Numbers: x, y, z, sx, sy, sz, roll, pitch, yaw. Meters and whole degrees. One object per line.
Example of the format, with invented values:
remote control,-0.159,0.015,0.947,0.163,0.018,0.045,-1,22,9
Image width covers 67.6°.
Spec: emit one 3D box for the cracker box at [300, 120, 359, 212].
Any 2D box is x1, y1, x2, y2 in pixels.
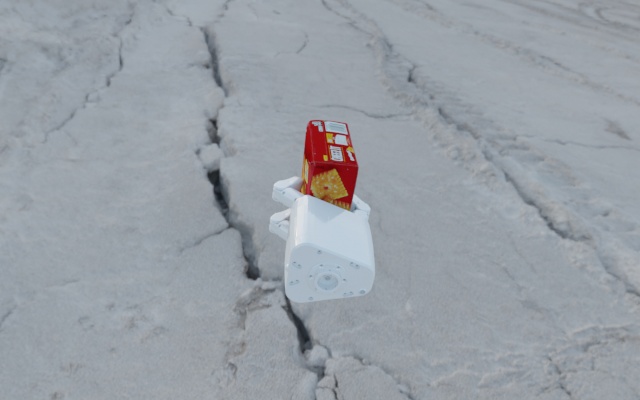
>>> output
cracker box,0.000,0.002,0.745,0.072,0.214,0.164,6,30,-7
